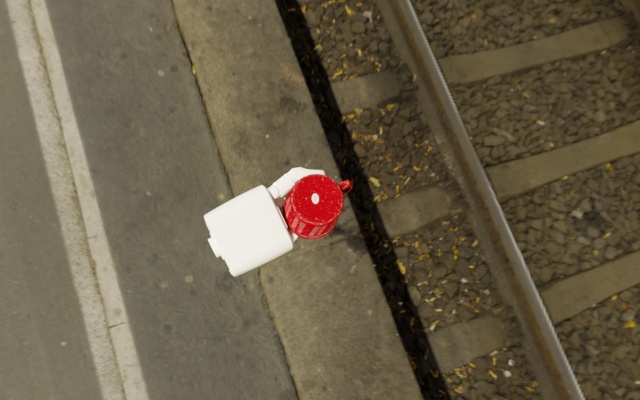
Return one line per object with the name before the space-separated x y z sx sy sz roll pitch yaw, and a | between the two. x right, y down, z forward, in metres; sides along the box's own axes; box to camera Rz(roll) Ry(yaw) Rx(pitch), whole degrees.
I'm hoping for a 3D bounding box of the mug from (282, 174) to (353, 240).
mug | 0.001 0.002 0.740 0.117 0.093 0.081 -28 -9 -14
